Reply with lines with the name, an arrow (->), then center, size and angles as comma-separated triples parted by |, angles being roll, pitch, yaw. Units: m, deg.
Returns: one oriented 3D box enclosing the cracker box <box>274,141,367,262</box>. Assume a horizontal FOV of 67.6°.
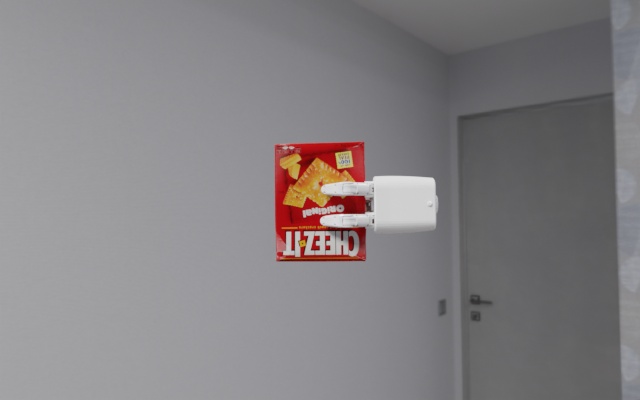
cracker box -> 0.000, 0.003, 0.869 | 0.164, 0.213, 0.072 | -1, -2, 3
